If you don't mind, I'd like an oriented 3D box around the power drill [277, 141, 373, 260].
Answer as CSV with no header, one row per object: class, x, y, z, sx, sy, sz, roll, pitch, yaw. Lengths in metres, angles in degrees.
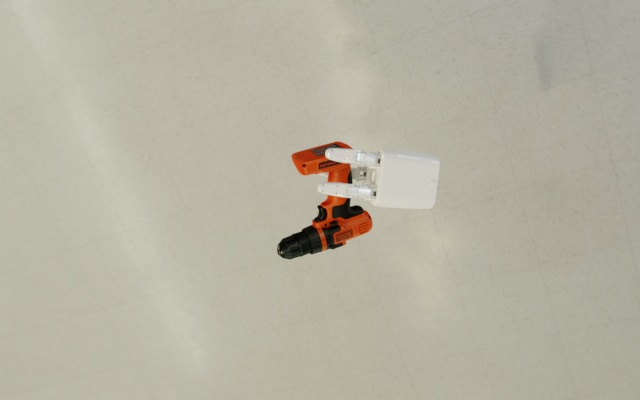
power drill,0.000,0.002,0.828,0.184,0.188,0.057,-19,31,-21
